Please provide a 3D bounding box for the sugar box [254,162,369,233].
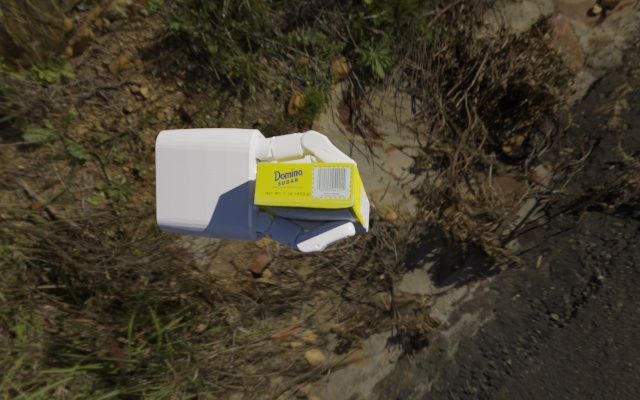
[{"bbox_3d":[0.000,0.001,0.505,0.093,0.048,0.176,2,-8,9],"label":"sugar box"}]
